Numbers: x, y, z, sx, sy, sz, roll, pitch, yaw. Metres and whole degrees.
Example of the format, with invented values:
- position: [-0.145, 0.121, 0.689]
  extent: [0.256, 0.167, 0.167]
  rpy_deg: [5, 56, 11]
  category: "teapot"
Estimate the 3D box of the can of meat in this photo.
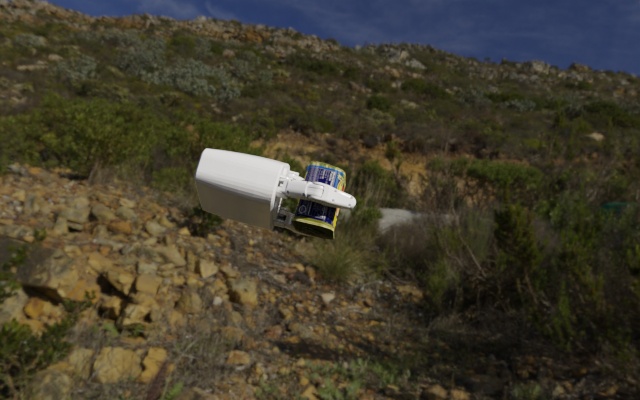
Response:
- position: [0.000, 0.002, 0.660]
  extent: [0.057, 0.084, 0.102]
  rpy_deg: [13, -12, 5]
  category: "can of meat"
